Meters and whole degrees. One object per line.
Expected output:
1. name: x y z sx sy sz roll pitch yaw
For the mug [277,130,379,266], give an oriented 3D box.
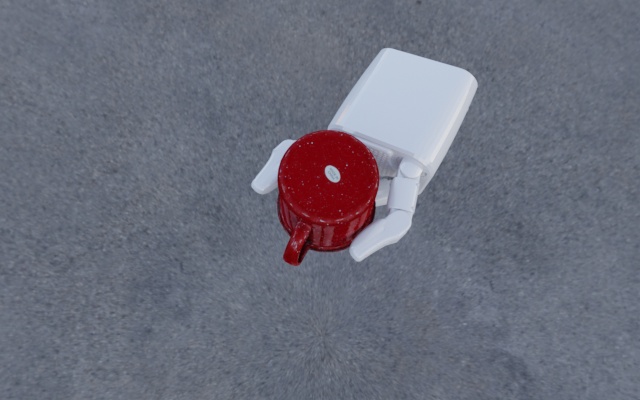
1. mug: -0.001 0.002 0.406 0.093 0.117 0.081 29 -15 8
